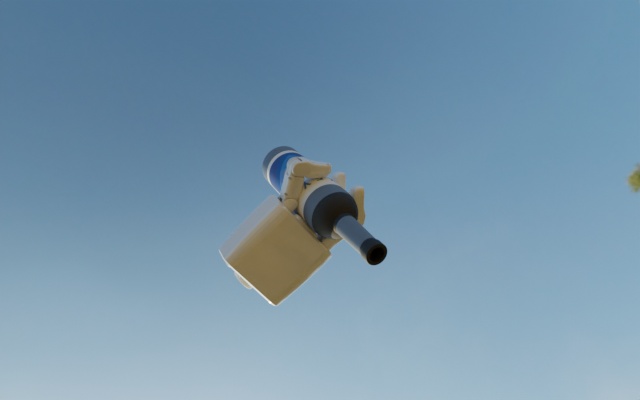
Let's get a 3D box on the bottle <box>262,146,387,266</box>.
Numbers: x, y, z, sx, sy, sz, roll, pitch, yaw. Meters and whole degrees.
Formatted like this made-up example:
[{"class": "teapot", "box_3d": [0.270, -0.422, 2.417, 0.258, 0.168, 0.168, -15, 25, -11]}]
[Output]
[{"class": "bottle", "box_3d": [0.000, 0.002, 0.643, 0.069, 0.069, 0.295, 0, 23, -27]}]
